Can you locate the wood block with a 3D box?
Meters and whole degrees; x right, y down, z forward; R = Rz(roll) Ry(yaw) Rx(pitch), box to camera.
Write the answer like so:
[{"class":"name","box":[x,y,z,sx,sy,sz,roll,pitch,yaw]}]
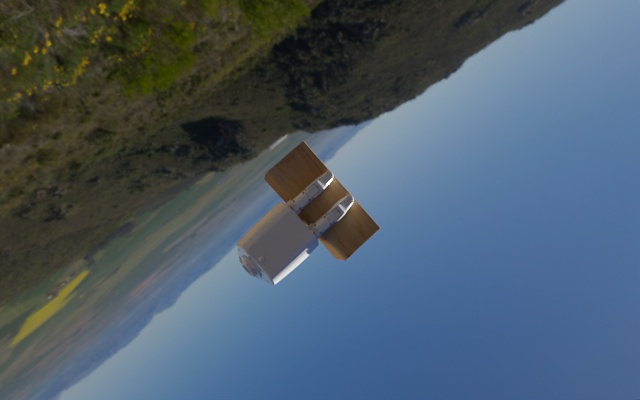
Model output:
[{"class":"wood block","box":[0.000,0.003,0.875,0.090,0.206,0.091,-42,4,-10]}]
